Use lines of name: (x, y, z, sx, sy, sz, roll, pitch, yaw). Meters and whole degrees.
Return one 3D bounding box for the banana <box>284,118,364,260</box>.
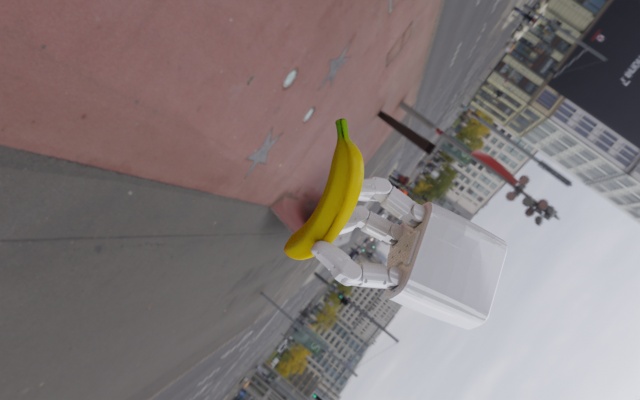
banana: (0.005, 0.011, 0.526, 0.037, 0.198, 0.069, 9, 38, -22)
